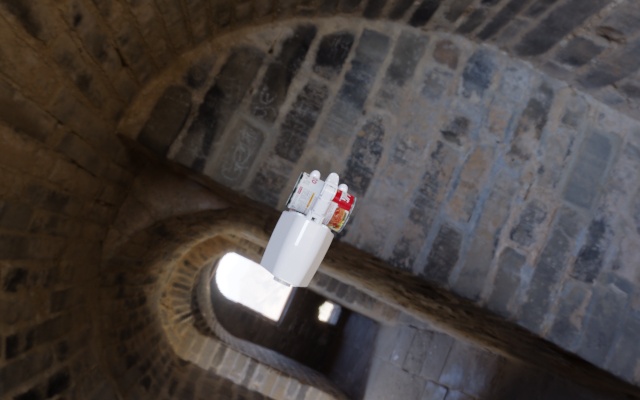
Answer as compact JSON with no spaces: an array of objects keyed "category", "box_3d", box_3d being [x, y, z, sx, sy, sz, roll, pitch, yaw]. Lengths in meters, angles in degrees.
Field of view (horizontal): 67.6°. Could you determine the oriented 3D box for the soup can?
[{"category":"soup can","box_3d":[0.000,0.002,0.812,0.102,0.068,0.068,26,-2,-4]}]
